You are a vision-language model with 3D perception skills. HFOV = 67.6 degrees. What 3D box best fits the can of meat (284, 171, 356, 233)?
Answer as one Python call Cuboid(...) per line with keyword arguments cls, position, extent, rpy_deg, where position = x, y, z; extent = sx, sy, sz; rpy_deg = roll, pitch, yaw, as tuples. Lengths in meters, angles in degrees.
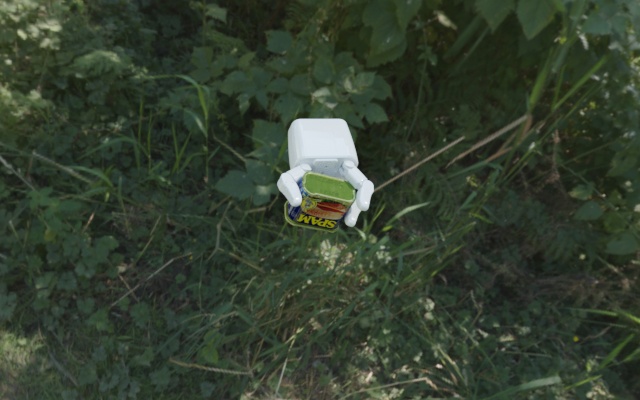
Cuboid(cls="can of meat", position=(0.000, 0.003, 0.817), extent=(0.102, 0.057, 0.084), rpy_deg=(13, -44, -19))
